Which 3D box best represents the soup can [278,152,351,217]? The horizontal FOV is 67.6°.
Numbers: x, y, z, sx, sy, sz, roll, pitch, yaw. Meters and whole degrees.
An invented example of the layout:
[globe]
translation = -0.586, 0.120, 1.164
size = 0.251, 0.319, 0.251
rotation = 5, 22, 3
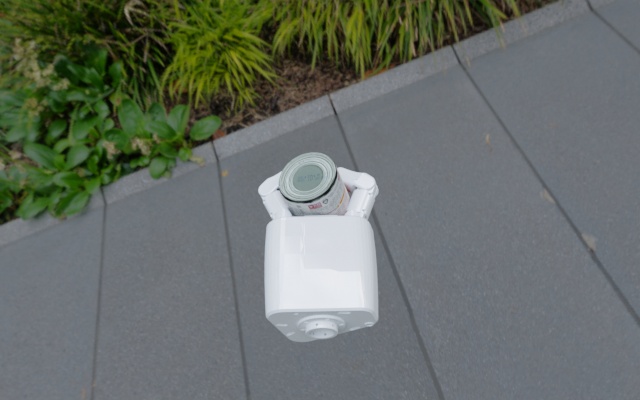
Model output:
[soup can]
translation = 0.000, 0.001, 0.548
size = 0.068, 0.068, 0.102
rotation = 0, -33, 21
